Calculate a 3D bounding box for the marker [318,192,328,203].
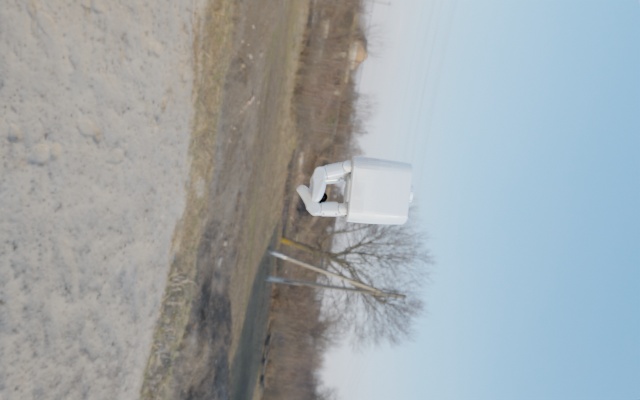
[{"bbox_3d":[0.000,0.003,0.886,0.020,0.020,0.121,0,-10,-3],"label":"marker"}]
